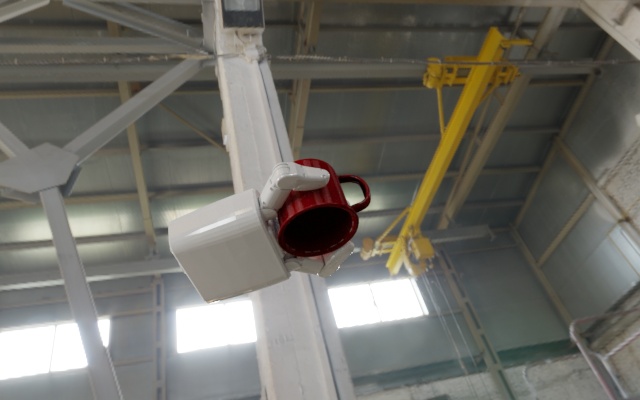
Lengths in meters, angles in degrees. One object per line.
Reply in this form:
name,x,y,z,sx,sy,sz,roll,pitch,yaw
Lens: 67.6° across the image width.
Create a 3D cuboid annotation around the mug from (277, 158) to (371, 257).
mug,0.001,0.001,0.554,0.117,0.081,0.093,-19,-40,2
